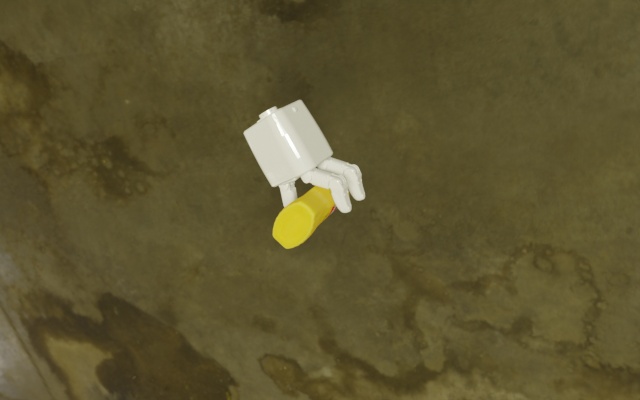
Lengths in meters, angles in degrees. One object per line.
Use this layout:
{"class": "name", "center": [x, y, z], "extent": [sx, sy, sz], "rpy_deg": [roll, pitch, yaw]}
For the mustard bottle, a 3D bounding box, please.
{"class": "mustard bottle", "center": [0.000, 0.003, 0.796], "extent": [0.096, 0.058, 0.191], "rpy_deg": [-53, -7, 36]}
